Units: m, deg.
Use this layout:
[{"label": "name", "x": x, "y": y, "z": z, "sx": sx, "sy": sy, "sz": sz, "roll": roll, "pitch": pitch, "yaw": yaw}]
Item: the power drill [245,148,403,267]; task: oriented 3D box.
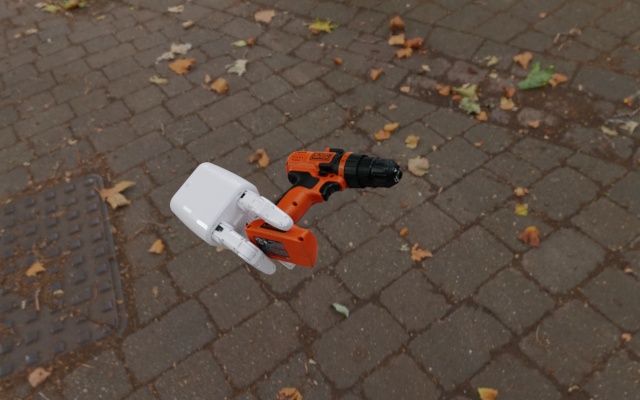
[{"label": "power drill", "x": 0.000, "y": 0.002, "z": 0.654, "sx": 0.184, "sy": 0.057, "sz": 0.187, "roll": 6, "pitch": 45, "yaw": 35}]
